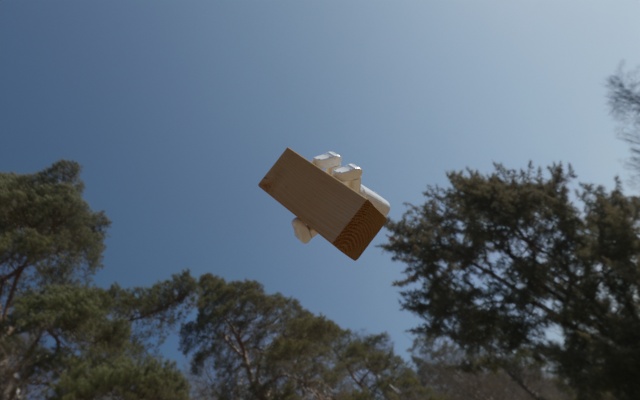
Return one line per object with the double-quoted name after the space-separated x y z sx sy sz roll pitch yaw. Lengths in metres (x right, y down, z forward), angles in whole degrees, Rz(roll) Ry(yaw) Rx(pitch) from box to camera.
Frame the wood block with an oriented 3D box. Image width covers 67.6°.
0.000 0.003 0.825 0.206 0.091 0.090 35 -3 38 "wood block"
